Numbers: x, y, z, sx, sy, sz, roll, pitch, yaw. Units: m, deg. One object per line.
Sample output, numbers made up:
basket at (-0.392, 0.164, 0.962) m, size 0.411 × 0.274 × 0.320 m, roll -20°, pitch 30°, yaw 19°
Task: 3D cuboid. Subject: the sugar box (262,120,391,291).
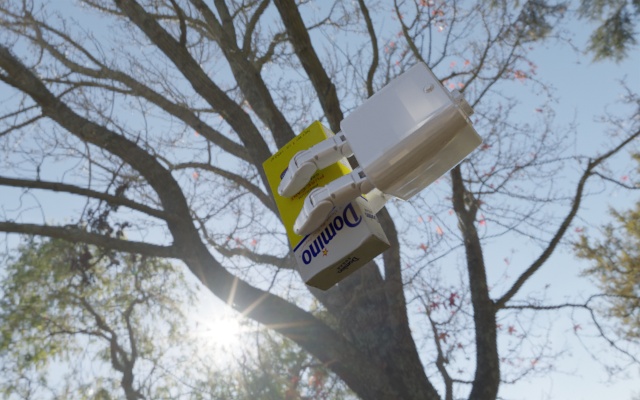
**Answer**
sugar box at (0.000, 0.001, 0.540) m, size 0.093 × 0.176 × 0.048 m, roll -38°, pitch -40°, yaw 18°
